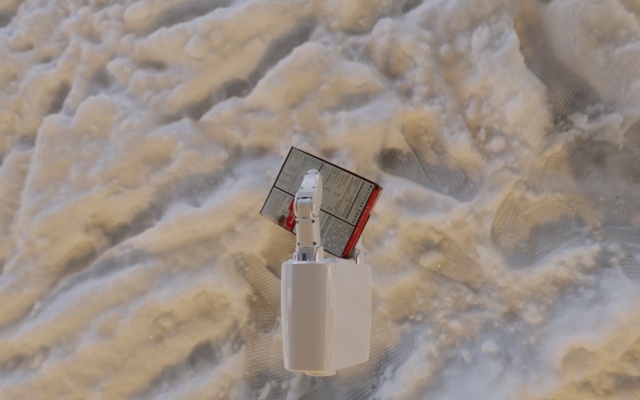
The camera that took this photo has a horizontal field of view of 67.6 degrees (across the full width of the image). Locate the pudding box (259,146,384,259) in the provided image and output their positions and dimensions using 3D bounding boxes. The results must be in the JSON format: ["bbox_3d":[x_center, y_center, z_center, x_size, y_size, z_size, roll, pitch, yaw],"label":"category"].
[{"bbox_3d":[0.000,0.002,0.530,0.113,0.090,0.039,26,0,18],"label":"pudding box"}]
